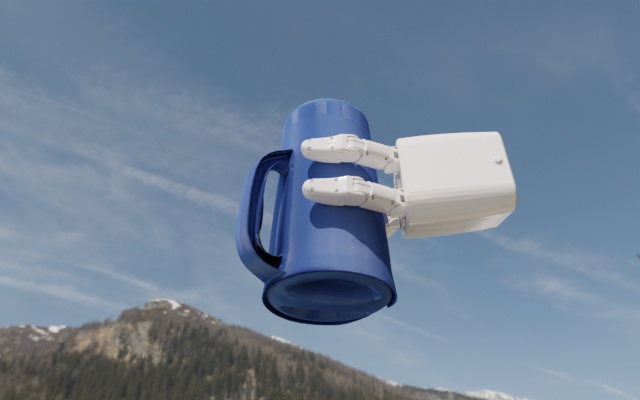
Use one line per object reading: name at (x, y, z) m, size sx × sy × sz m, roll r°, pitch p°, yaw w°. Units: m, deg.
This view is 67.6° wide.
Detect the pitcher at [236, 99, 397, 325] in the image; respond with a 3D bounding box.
pitcher at (0.000, 0.002, 0.528) m, size 0.145 × 0.242 × 0.149 m, roll -5°, pitch -35°, yaw 6°
